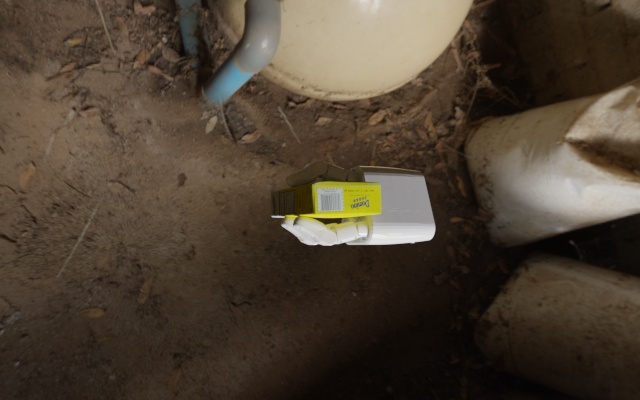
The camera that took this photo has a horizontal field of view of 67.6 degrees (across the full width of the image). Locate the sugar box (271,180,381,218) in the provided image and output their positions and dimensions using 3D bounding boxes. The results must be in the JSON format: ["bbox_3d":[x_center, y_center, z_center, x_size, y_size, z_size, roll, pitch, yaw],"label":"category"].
[{"bbox_3d":[0.000,0.003,0.657,0.093,0.048,0.176,0,-5,-22],"label":"sugar box"}]
